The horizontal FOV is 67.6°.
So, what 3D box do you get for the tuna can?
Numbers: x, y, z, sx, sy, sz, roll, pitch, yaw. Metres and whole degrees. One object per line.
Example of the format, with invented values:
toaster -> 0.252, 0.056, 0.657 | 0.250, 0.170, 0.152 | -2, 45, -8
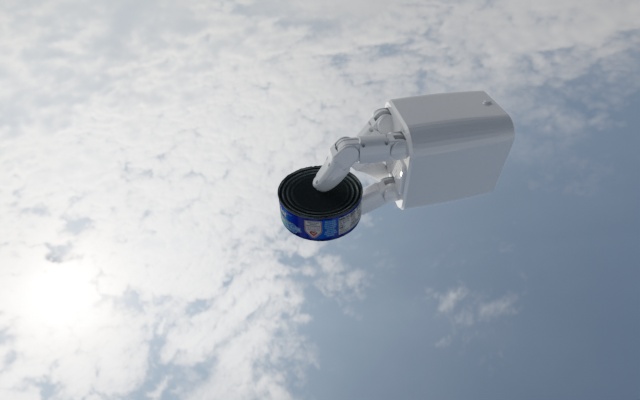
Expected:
tuna can -> 0.000, 0.002, 0.488 | 0.086, 0.034, 0.086 | -1, 39, 1
